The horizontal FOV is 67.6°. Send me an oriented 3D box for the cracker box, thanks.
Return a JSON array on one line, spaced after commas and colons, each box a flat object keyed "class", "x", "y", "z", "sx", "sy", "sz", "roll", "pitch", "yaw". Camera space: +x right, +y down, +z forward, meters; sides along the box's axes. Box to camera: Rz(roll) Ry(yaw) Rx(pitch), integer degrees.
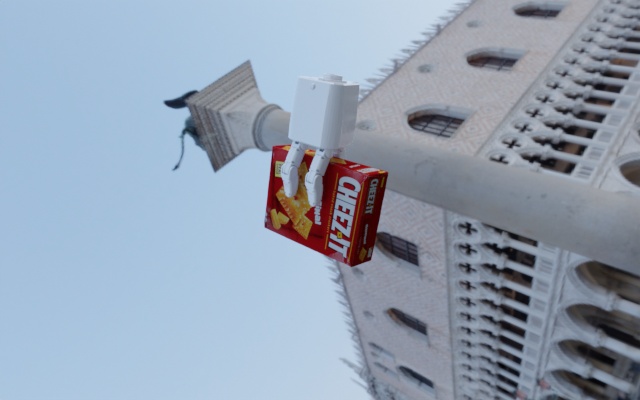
[{"class": "cracker box", "x": 0.000, "y": 0.003, "z": 0.852, "sx": 0.213, "sy": 0.164, "sz": 0.072, "roll": 21, "pitch": 20, "yaw": 35}]
